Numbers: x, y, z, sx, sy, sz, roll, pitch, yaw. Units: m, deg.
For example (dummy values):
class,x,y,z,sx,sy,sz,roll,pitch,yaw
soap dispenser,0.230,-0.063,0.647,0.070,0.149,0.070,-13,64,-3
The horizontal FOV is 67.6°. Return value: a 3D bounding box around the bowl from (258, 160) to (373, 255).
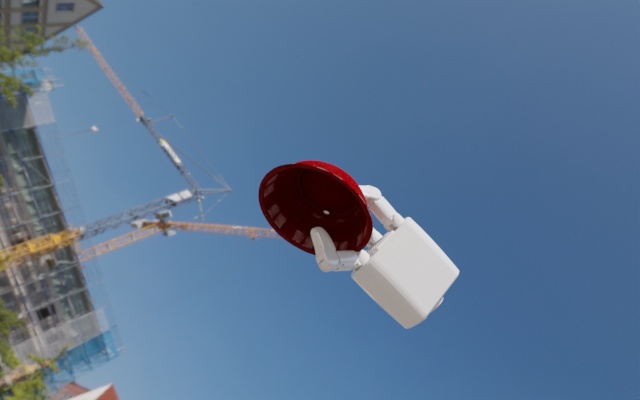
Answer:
class,x,y,z,sx,sy,sz,roll,pitch,yaw
bowl,-0.001,0.001,0.641,0.162,0.162,0.055,0,40,28
